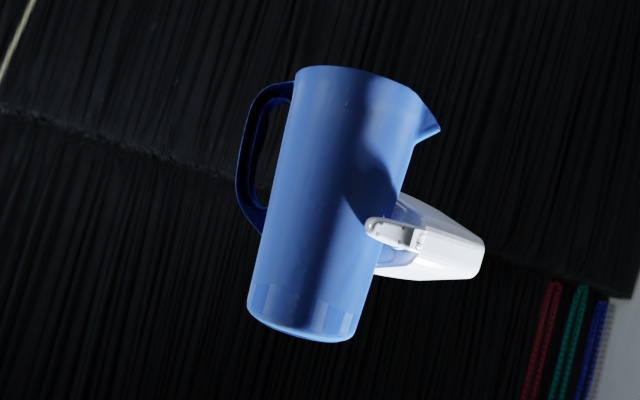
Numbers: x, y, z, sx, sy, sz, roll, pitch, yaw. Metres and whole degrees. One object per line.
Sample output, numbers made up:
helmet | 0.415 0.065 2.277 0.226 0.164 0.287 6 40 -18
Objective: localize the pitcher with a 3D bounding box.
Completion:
pitcher | 0.000 0.002 0.469 0.145 0.243 0.149 17 -4 -33
